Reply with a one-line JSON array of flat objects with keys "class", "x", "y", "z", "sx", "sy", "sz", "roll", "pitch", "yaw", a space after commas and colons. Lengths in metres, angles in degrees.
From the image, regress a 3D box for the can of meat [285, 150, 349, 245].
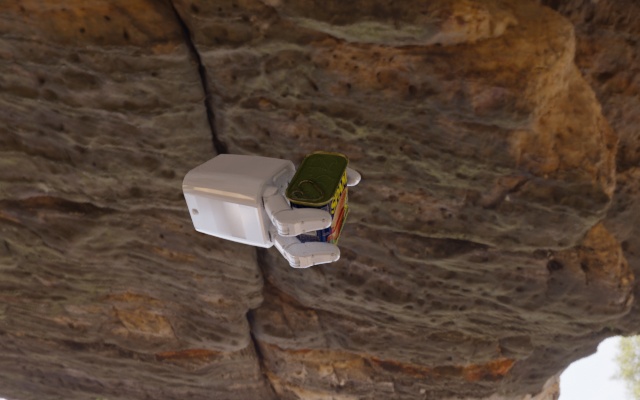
[{"class": "can of meat", "x": 0.000, "y": 0.002, "z": 0.588, "sx": 0.057, "sy": 0.084, "sz": 0.102, "roll": 8, "pitch": 41, "yaw": 15}]
